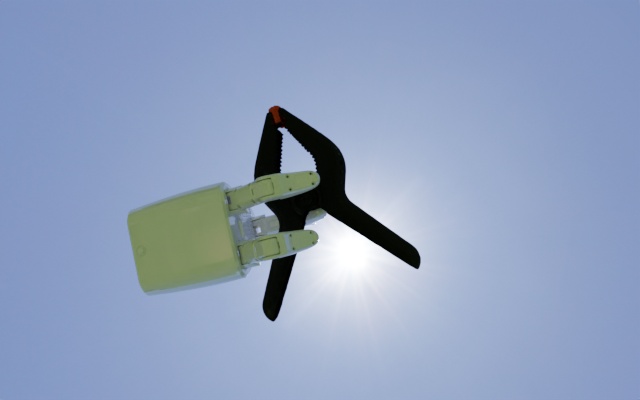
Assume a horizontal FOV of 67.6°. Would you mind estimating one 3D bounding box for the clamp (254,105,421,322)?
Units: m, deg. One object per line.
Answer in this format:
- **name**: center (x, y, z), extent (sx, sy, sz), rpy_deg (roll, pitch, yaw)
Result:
- **clamp**: center (0.000, 0.001, 0.481), extent (0.164, 0.210, 0.036), rpy_deg (-14, -5, 5)
